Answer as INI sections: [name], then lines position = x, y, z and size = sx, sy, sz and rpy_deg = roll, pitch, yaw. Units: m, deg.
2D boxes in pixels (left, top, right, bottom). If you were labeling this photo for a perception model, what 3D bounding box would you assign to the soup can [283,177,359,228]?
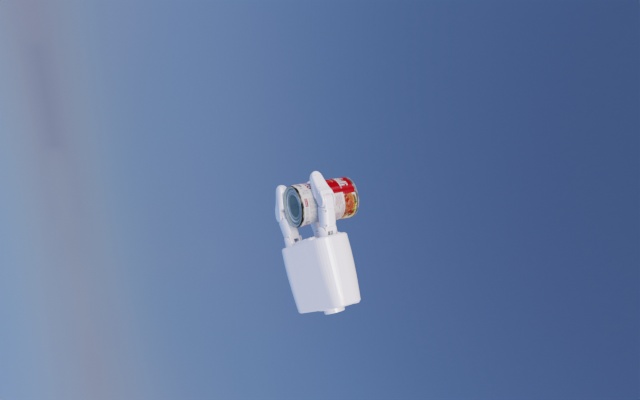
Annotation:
[soup can]
position = 0.000, 0.002, 0.759
size = 0.102, 0.068, 0.068
rpy_deg = -10, 5, -28
